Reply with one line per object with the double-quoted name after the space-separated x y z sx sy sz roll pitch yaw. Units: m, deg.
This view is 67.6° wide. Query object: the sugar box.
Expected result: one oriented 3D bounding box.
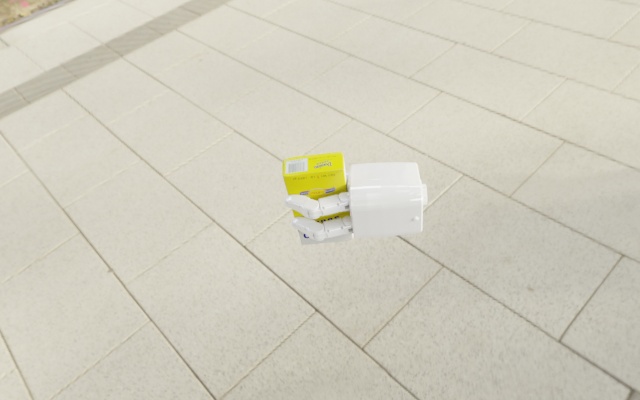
0.000 0.003 0.767 0.093 0.048 0.176 -6 -44 6 "sugar box"
